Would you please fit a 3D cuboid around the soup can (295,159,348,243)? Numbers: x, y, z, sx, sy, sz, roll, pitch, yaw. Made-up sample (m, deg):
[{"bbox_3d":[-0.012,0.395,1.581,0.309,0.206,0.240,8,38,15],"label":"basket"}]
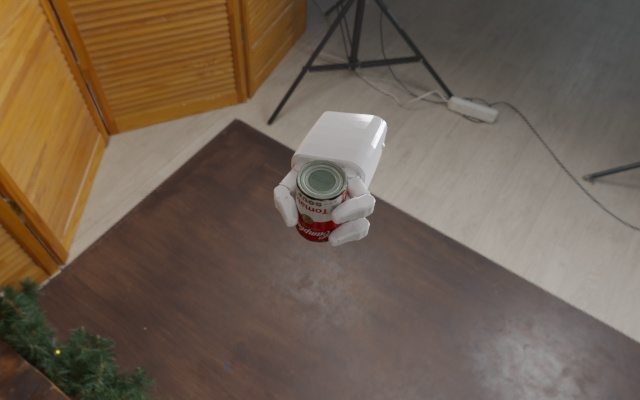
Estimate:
[{"bbox_3d":[0.000,0.002,0.644,0.068,0.068,0.102,0,-36,-3],"label":"soup can"}]
